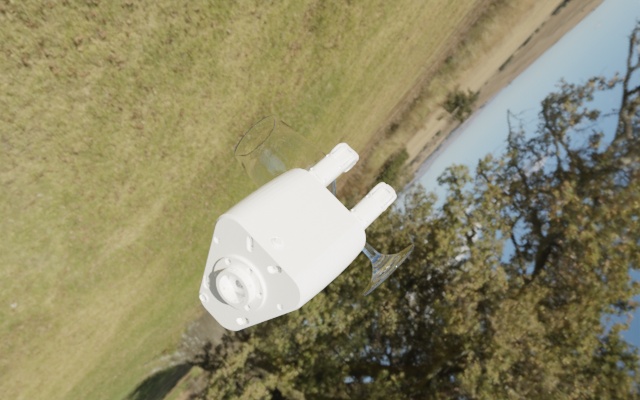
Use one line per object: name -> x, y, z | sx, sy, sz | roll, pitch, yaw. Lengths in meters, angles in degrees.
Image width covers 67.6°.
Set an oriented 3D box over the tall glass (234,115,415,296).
tall glass -> 0.001, 0.002, 0.499 | 0.079, 0.201, 0.079 | -44, -6, -6
